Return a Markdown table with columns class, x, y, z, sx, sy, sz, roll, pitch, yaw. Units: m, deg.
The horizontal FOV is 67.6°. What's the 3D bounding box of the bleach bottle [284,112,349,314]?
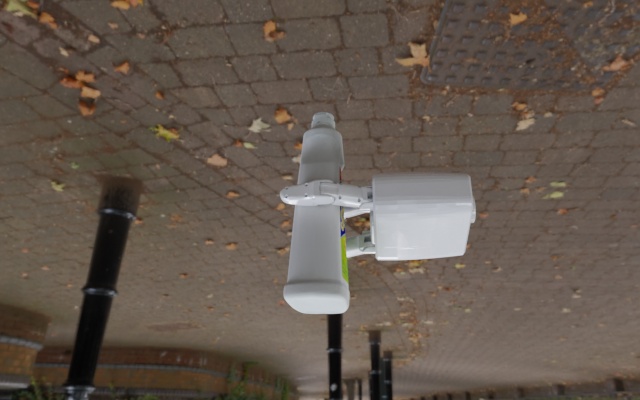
| class | x | y | z | sx | sy | sz | roll | pitch | yaw |
| --- | --- | --- | --- | --- | --- | --- | --- | --- | --- |
| bleach bottle | 0.000 | 0.002 | 0.573 | 0.068 | 0.250 | 0.103 | -2 | -24 | 7 |
